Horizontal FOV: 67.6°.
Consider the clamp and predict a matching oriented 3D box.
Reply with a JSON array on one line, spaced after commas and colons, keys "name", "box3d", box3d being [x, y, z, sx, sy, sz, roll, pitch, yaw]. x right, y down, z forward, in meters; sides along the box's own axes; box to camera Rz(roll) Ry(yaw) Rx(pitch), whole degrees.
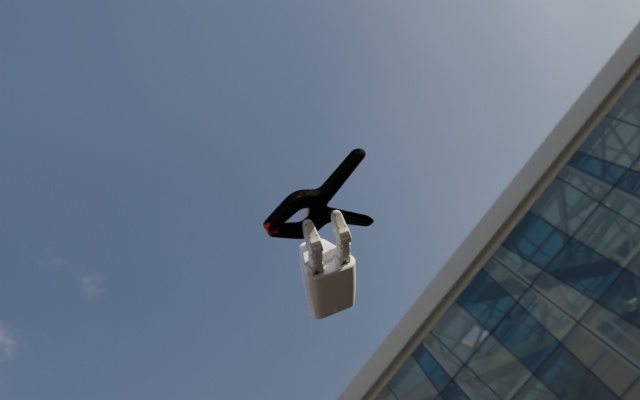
[{"name": "clamp", "box3d": [-0.001, 0.003, 0.830, 0.210, 0.165, 0.036, -17, 35, -19]}]
